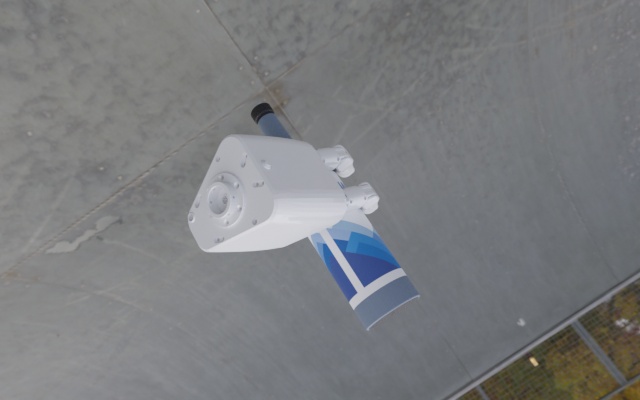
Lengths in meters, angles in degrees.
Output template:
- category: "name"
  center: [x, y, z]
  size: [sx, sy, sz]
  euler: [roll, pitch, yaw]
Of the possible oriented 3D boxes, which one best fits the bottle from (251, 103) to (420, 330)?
- category: "bottle"
  center: [0.000, 0.002, 0.546]
  size: [0.069, 0.295, 0.069]
  euler: [-29, -21, -12]
